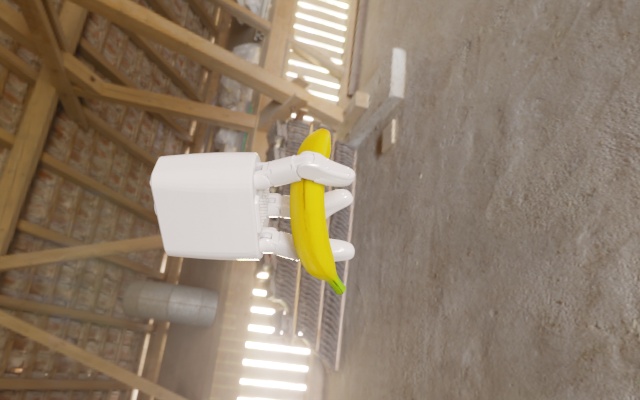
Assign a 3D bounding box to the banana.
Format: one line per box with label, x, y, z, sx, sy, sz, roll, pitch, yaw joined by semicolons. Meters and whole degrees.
banana;-0.007;-0.001;0.511;0.037;0.197;0.070;-12;-24;20
